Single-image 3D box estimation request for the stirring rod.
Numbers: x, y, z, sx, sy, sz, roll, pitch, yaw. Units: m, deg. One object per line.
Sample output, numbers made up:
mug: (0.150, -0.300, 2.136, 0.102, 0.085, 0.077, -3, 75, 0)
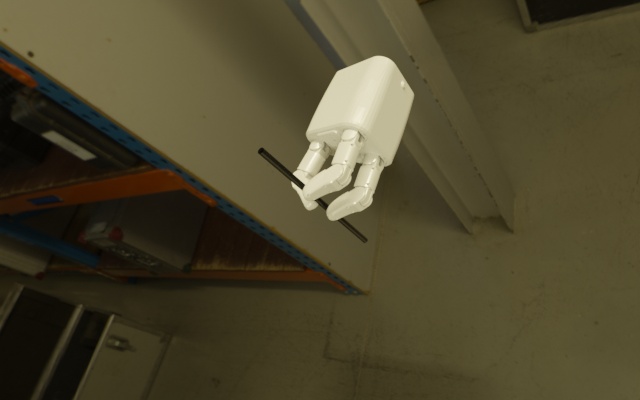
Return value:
stirring rod: (0.000, 0.002, 0.594, 0.011, 0.011, 0.240, 0, -27, 36)
